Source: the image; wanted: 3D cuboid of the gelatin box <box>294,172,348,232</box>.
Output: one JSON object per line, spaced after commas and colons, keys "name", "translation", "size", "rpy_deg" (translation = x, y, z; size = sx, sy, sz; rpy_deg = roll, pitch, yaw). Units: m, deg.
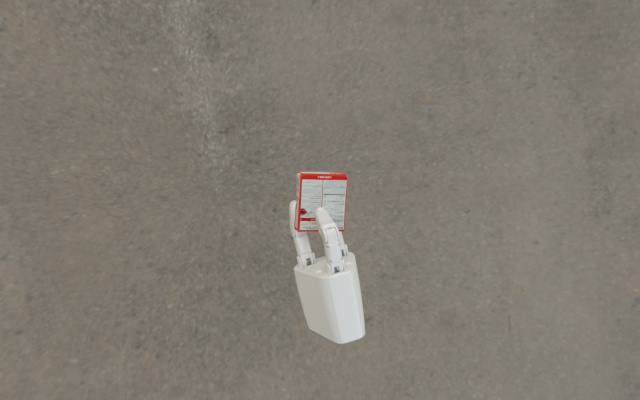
{"name": "gelatin box", "translation": [0.000, 0.002, 0.718], "size": [0.073, 0.089, 0.030], "rpy_deg": [0, 11, -15]}
